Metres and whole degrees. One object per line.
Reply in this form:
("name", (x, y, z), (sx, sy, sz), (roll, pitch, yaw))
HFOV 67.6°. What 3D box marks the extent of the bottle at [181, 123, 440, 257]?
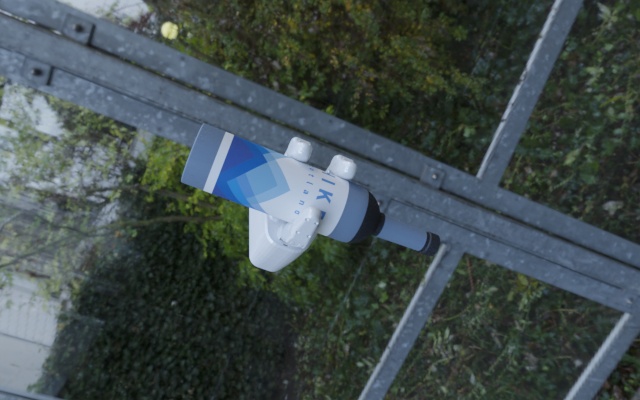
("bottle", (0.000, 0.002, 0.531), (0.296, 0.069, 0.069), (21, -5, -13))
